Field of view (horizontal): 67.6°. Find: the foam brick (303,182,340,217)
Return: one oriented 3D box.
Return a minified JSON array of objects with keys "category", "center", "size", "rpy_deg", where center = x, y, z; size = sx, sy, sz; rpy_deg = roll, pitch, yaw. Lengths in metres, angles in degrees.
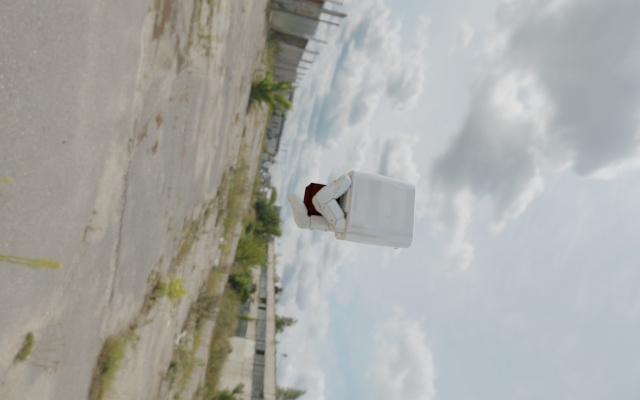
[{"category":"foam brick","center":[0.000,0.003,0.799],"size":[0.051,0.053,0.078],"rpy_deg":[10,-5,-8]}]
